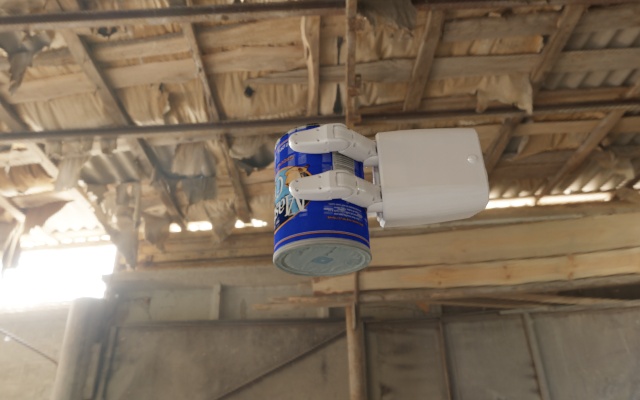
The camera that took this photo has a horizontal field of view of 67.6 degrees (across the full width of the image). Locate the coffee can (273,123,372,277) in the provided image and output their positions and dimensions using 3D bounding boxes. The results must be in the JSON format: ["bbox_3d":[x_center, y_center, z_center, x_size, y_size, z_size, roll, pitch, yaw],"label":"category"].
[{"bbox_3d":[0.000,0.002,0.526,0.103,0.140,0.103,-2,-26,-1],"label":"coffee can"}]
